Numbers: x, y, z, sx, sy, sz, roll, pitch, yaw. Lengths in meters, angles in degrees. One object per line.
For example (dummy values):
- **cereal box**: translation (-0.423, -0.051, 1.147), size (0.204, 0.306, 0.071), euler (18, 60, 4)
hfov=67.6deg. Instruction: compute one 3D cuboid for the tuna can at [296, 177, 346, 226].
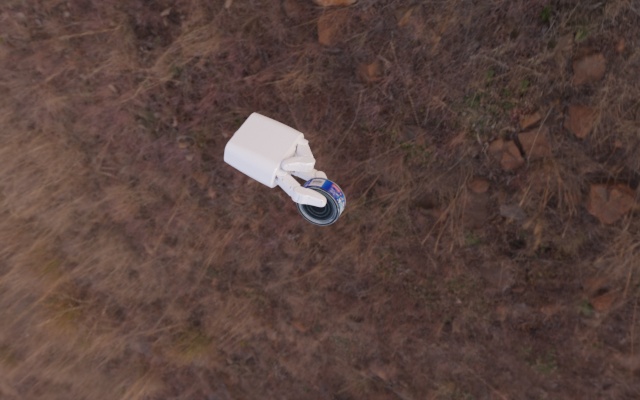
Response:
- **tuna can**: translation (0.000, 0.003, 0.865), size (0.086, 0.086, 0.033), euler (0, 33, 26)
